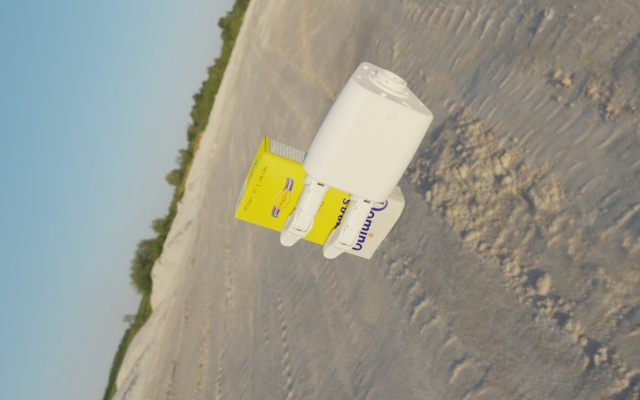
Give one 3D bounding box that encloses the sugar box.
[{"bbox_3d":[0.000,0.002,0.552,0.176,0.093,0.048,20,31,-16],"label":"sugar box"}]
